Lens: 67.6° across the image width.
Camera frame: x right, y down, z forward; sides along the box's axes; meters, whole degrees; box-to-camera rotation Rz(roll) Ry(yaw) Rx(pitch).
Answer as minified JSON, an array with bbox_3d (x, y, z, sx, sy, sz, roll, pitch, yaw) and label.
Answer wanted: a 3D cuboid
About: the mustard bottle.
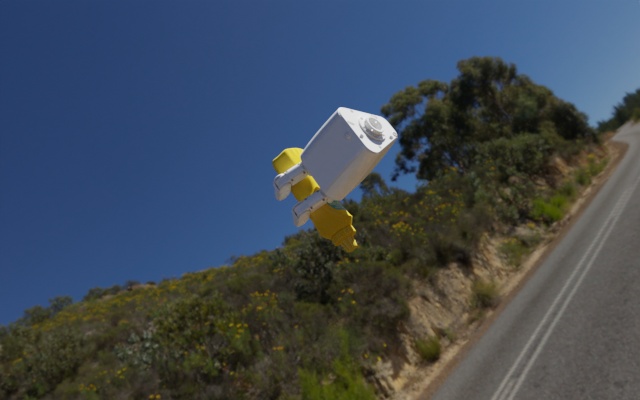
[{"bbox_3d":[0.000,0.003,0.789,0.058,0.191,0.096,-40,-18,13],"label":"mustard bottle"}]
